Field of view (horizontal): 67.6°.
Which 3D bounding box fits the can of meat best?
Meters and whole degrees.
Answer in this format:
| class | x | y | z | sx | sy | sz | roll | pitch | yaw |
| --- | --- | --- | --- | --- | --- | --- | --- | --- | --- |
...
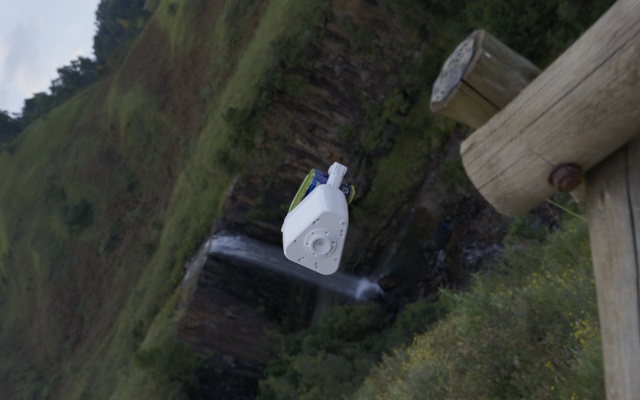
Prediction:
| class | x | y | z | sx | sy | sz | roll | pitch | yaw |
| --- | --- | --- | --- | --- | --- | --- | --- | --- | --- |
| can of meat | 0.000 | 0.003 | 0.864 | 0.084 | 0.102 | 0.057 | 26 | 21 | -12 |
